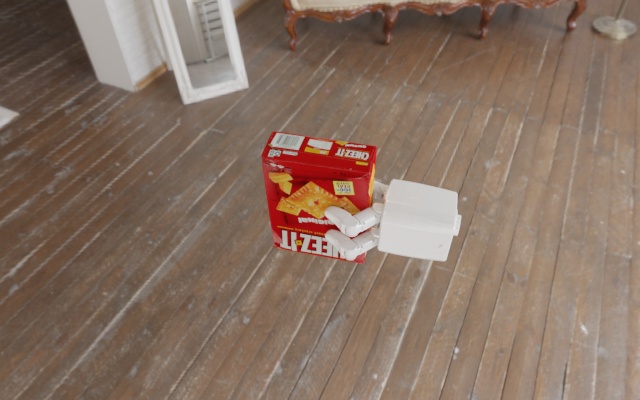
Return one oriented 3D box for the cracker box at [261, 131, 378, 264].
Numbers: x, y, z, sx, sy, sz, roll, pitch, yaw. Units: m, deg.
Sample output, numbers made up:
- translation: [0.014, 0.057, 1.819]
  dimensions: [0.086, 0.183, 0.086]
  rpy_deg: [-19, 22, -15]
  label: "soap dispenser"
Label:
- translation: [0.000, 0.002, 0.763]
  dimensions: [0.164, 0.214, 0.072]
  rpy_deg: [10, 47, 11]
  label: "cracker box"
